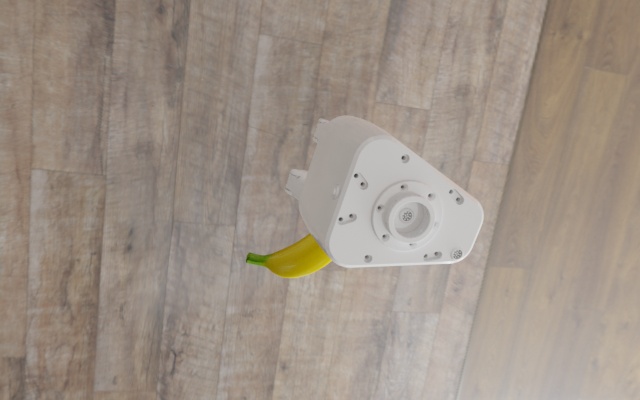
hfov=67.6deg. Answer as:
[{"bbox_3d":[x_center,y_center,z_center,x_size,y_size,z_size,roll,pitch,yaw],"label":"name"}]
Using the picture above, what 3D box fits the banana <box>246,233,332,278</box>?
[{"bbox_3d":[0.011,0.016,0.494,0.070,0.198,0.037,42,7,-16],"label":"banana"}]
